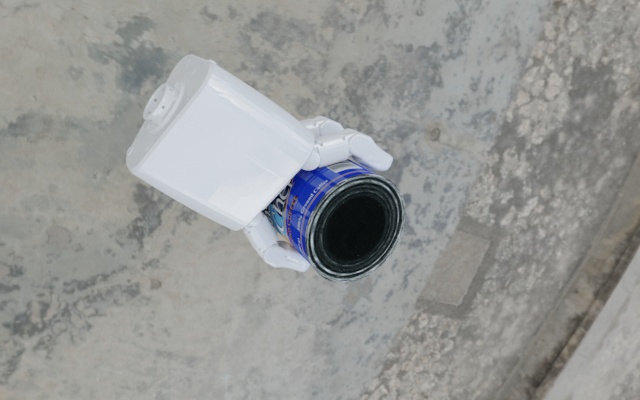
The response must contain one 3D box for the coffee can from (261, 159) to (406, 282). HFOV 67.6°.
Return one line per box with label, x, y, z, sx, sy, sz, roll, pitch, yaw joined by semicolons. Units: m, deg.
coffee can;0.000;0.002;0.469;0.103;0.103;0.140;0;20;-31
